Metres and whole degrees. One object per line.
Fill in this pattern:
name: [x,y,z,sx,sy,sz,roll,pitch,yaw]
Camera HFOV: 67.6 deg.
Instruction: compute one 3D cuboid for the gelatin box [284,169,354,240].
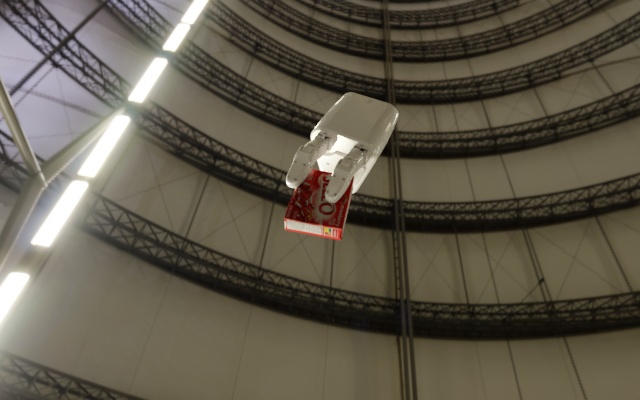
gelatin box: [0.000,0.003,0.610,0.073,0.089,0.030,11,-37,7]
